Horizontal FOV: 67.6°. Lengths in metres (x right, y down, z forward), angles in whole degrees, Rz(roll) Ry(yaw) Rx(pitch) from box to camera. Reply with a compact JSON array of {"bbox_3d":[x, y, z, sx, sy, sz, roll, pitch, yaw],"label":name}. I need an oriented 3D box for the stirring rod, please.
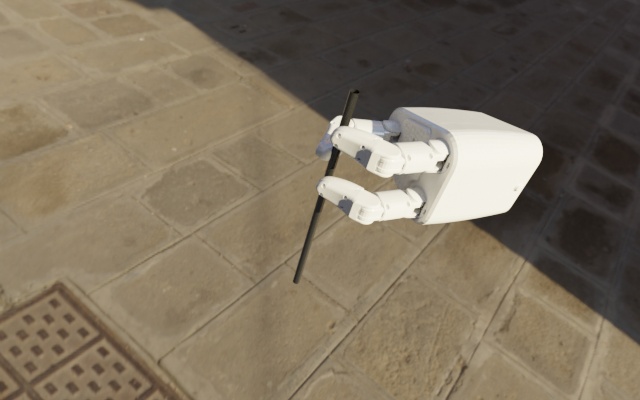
[{"bbox_3d":[0.000,0.002,0.458,0.011,0.240,0.011,10,40,-8],"label":"stirring rod"}]
